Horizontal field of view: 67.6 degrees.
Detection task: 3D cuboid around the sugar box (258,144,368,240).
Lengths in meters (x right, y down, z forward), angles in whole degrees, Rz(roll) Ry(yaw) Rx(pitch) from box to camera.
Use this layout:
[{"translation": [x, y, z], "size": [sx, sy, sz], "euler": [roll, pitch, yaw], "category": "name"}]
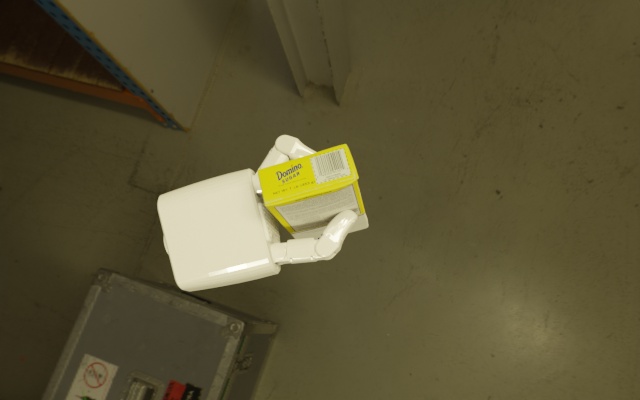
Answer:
[{"translation": [0.000, 0.001, 0.532], "size": [0.093, 0.048, 0.176], "euler": [-15, -17, 3], "category": "sugar box"}]
